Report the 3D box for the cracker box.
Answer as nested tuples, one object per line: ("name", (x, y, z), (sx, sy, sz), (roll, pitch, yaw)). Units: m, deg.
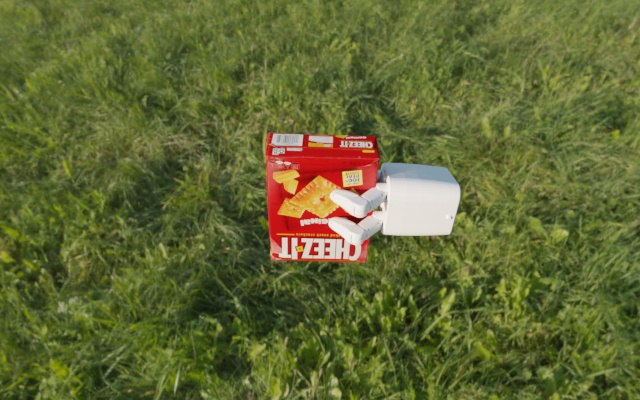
("cracker box", (0.000, 0.002, 0.751), (0.164, 0.214, 0.072), (2, 39, 0))
